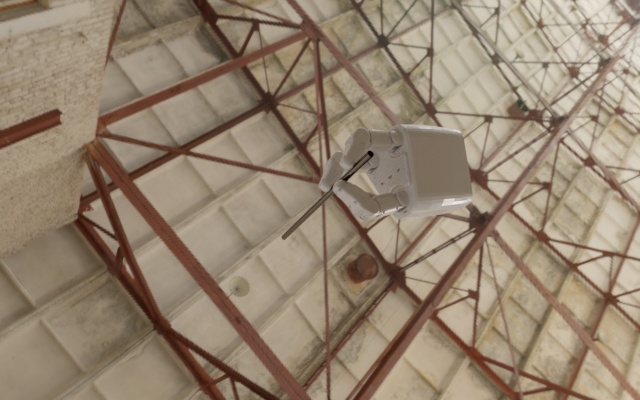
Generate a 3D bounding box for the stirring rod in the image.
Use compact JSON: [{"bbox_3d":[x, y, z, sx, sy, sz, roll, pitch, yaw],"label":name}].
[{"bbox_3d":[0.000,0.002,0.608,0.011,0.011,0.240,0,-26,-30],"label":"stirring rod"}]
